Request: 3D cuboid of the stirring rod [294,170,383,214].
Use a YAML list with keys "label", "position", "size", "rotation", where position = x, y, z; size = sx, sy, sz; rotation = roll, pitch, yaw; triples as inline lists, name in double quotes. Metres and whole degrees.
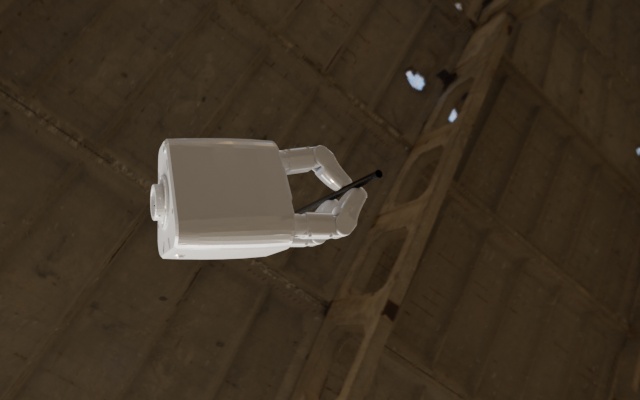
- label: "stirring rod"
  position: [0.000, 0.002, 0.551]
  size: [0.011, 0.011, 0.239]
  rotation: [0, -13, -28]
